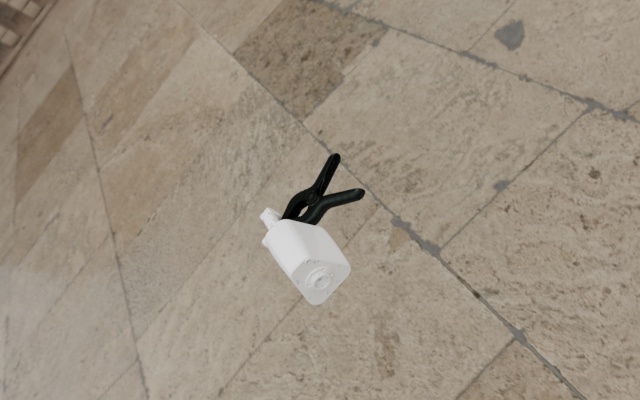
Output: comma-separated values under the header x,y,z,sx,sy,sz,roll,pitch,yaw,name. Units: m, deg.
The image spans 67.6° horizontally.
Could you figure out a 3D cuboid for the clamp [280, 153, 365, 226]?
x,y,z,sx,sy,sz,roll,pitch,yaw,name
0.000,0.003,0.855,0.039,0.171,0.120,37,8,-40,clamp
